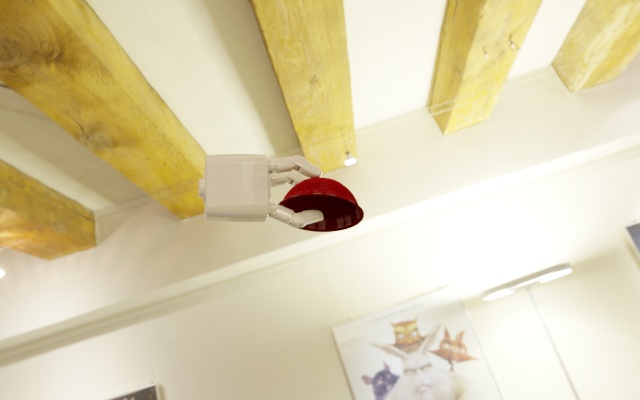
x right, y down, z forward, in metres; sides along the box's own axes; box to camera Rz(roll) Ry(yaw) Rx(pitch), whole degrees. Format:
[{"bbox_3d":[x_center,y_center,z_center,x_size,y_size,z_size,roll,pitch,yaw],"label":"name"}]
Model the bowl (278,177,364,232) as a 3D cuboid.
[{"bbox_3d":[0.001,0.003,0.879,0.162,0.055,0.162,3,-27,2],"label":"bowl"}]
